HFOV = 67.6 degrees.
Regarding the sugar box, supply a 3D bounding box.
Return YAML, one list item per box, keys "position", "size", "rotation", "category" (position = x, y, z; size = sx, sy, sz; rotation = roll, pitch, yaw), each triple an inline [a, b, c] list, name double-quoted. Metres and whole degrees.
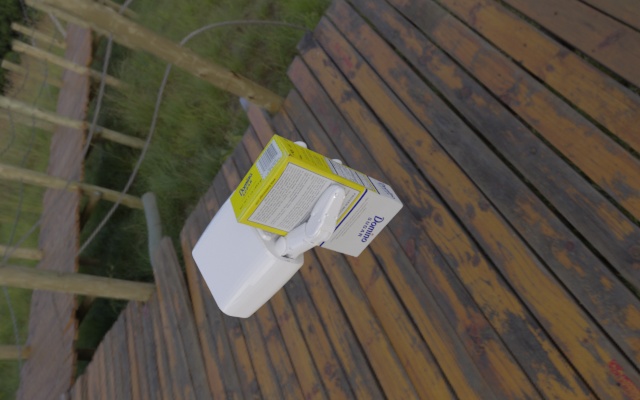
- position: [0.000, 0.001, 0.532]
  size: [0.176, 0.093, 0.048]
  rotation: [20, 29, -40]
  category: "sugar box"
